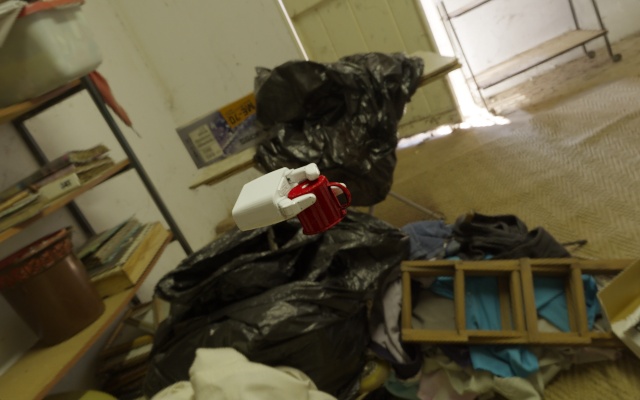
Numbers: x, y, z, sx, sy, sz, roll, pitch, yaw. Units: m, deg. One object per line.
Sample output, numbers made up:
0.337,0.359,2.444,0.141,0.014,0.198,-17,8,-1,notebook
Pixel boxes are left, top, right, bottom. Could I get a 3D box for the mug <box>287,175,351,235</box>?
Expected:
0.001,0.002,0.888,0.117,0.081,0.093,-19,19,26,mug
